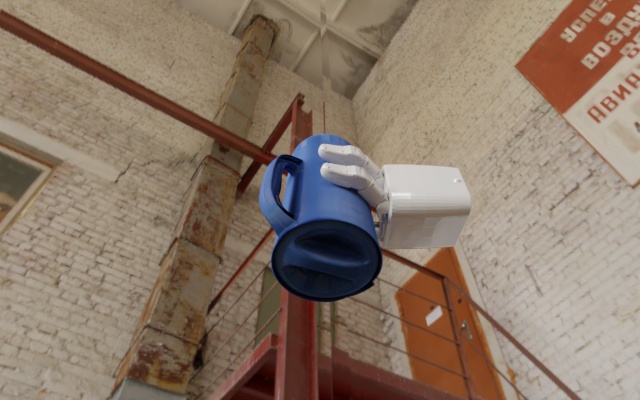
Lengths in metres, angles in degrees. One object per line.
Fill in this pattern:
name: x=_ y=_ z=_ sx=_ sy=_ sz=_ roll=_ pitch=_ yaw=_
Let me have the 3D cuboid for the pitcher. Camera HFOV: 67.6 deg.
pitcher: x=0.000 y=0.002 z=0.653 sx=0.145 sy=0.149 sz=0.242 roll=0 pitch=36 yaw=-1
